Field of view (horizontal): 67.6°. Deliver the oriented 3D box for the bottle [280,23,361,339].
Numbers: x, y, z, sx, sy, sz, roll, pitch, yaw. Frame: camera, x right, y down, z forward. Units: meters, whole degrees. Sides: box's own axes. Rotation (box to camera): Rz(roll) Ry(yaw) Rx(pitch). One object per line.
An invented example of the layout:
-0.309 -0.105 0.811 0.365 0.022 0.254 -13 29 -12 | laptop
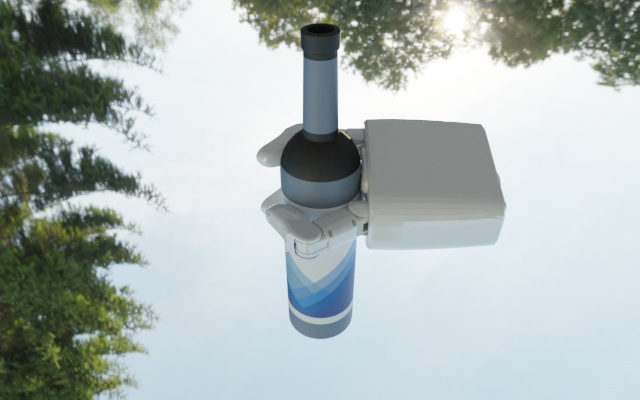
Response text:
0.000 0.002 0.411 0.069 0.296 0.069 0 37 0 | bottle
